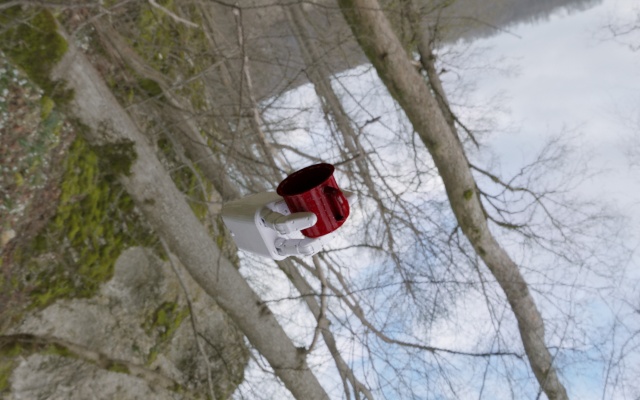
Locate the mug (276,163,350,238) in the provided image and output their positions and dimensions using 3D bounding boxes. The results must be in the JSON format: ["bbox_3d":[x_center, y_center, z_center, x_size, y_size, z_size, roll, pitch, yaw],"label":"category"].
[{"bbox_3d":[0.001,0.003,0.708,0.117,0.081,0.093,6,38,48],"label":"mug"}]
